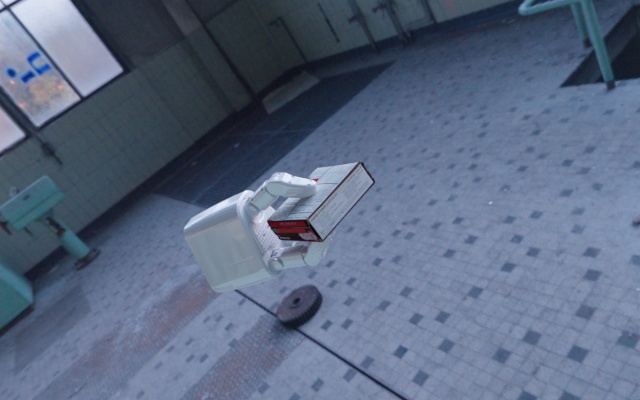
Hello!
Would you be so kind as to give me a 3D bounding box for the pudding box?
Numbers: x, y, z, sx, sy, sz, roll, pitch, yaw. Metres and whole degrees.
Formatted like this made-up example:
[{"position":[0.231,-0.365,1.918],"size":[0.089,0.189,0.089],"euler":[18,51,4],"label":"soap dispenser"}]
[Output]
[{"position":[0.000,0.002,0.585],"size":[0.090,0.039,0.113],"euler":[-3,40,53],"label":"pudding box"}]
